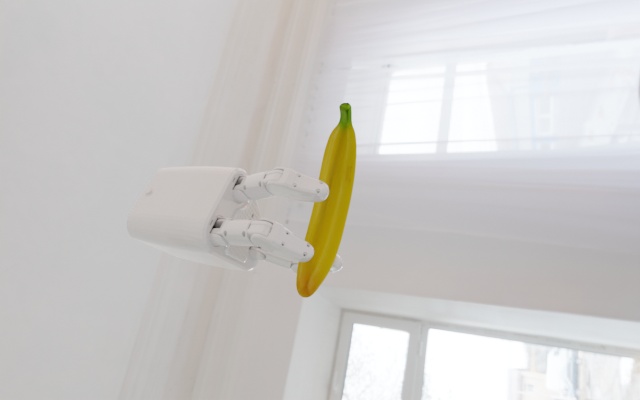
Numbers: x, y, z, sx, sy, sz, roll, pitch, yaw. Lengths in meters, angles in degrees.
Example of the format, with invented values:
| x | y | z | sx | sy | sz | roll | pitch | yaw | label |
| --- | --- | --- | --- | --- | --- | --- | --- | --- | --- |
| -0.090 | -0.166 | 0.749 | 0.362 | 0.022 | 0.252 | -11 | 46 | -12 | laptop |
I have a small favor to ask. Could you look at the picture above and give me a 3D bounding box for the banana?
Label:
| x | y | z | sx | sy | sz | roll | pitch | yaw | label |
| --- | --- | --- | --- | --- | --- | --- | --- | --- | --- |
| 0.007 | 0.003 | 0.497 | 0.037 | 0.197 | 0.070 | 7 | -11 | 22 | banana |
